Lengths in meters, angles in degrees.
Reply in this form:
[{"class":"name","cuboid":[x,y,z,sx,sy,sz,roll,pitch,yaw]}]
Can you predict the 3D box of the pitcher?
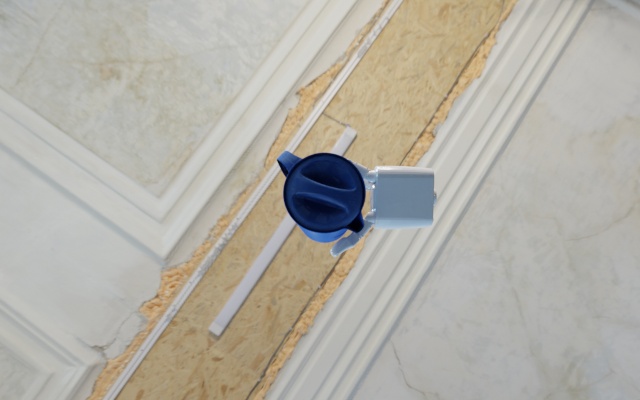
[{"class":"pitcher","cuboid":[0.000,0.003,0.874,0.145,0.149,0.243,-2,-12,0]}]
